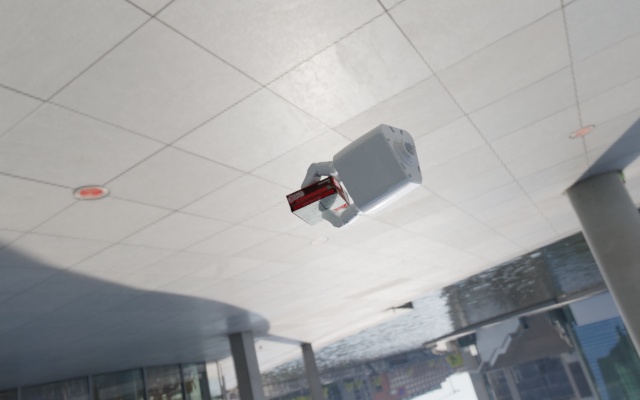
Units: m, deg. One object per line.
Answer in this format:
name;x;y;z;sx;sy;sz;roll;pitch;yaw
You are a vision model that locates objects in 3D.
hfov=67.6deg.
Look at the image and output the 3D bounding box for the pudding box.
pudding box;0.000;0.003;0.858;0.090;0.039;0.113;-22;-23;10
